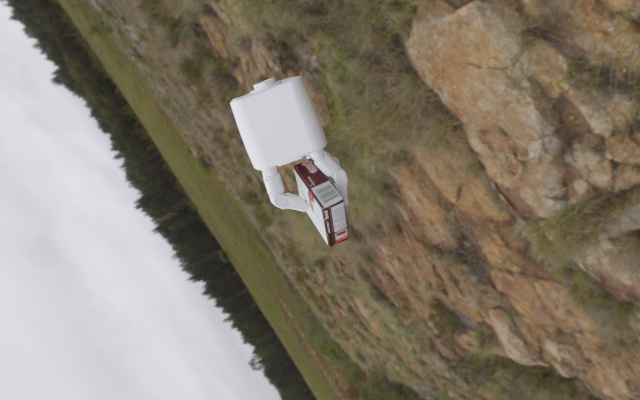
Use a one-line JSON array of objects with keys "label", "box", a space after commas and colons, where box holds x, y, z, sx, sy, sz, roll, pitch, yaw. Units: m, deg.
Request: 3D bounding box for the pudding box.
[{"label": "pudding box", "box": [0.000, 0.002, 0.740, 0.039, 0.090, 0.113, -23, 46, -11]}]
